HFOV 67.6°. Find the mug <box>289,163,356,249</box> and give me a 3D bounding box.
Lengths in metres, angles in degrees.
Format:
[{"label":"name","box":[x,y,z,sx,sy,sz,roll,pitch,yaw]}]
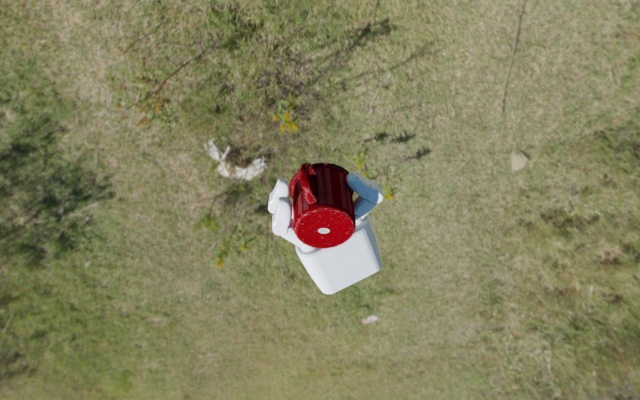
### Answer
[{"label":"mug","box":[0.000,0.001,0.633,0.093,0.081,0.117,-15,-47,11]}]
